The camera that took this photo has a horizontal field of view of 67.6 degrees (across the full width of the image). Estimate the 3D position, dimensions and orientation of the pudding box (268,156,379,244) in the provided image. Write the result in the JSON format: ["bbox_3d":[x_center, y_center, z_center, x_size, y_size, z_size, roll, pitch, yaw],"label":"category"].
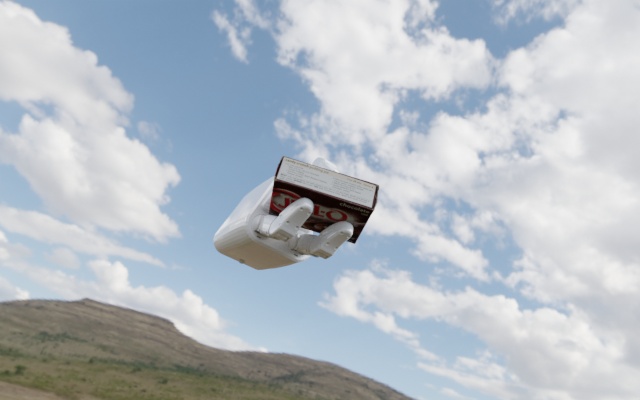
[{"bbox_3d":[0.000,0.002,0.541,0.113,0.039,0.090,15,-29,-2],"label":"pudding box"}]
